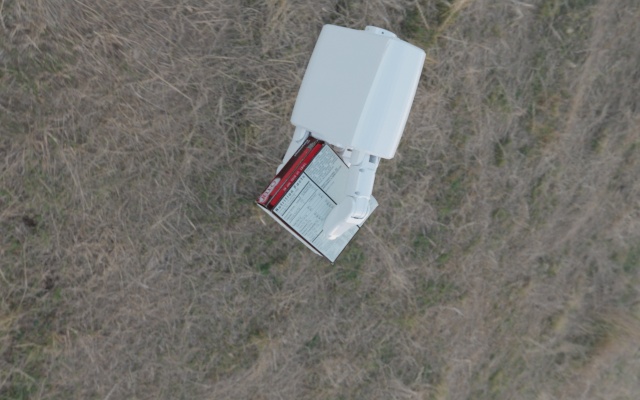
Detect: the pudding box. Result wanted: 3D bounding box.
[{"bbox_3d":[0.000,0.002,0.504,0.113,0.090,0.039,44,-9,-36],"label":"pudding box"}]
